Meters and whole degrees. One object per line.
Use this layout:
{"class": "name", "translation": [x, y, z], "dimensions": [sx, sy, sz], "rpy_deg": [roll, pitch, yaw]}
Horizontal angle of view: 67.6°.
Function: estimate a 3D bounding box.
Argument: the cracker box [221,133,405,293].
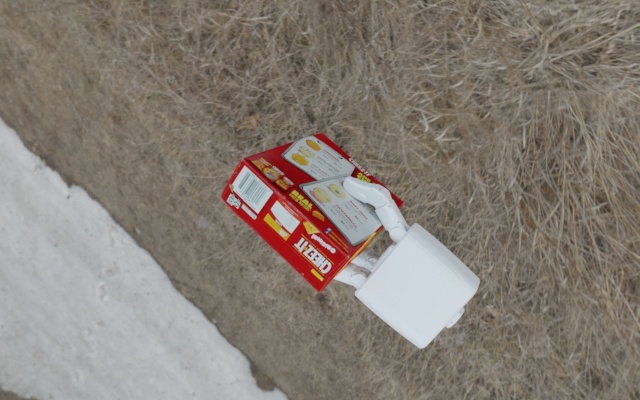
{"class": "cracker box", "translation": [0.000, 0.002, 0.617], "dimensions": [0.164, 0.072, 0.213], "rpy_deg": [42, 28, 9]}
